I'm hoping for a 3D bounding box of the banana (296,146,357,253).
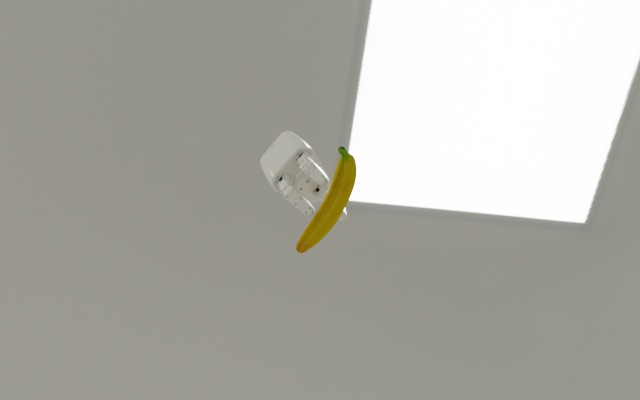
[{"bbox_3d":[0.015,0.000,0.778,0.069,0.198,0.037,1,30,-41],"label":"banana"}]
